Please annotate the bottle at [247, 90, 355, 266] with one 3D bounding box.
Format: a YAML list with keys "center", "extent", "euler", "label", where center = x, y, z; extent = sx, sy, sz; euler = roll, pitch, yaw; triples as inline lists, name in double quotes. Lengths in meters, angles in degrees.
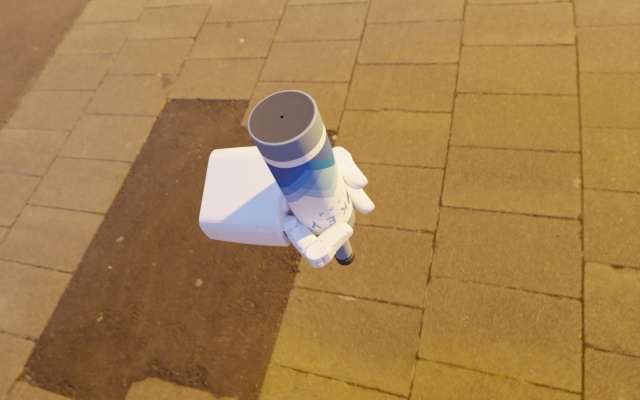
- center: [0.000, 0.002, 0.550]
  extent: [0.069, 0.069, 0.296]
  euler: [0, -32, 16]
  label: "bottle"
